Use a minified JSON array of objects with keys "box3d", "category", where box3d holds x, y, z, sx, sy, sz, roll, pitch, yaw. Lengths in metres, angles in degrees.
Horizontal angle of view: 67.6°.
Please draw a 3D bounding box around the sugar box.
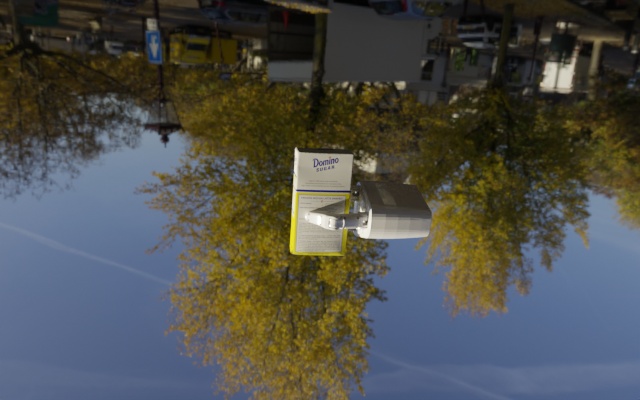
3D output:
[{"box3d":[0.000,0.003,0.791,0.093,0.176,0.048,2,15,-10],"category":"sugar box"}]
